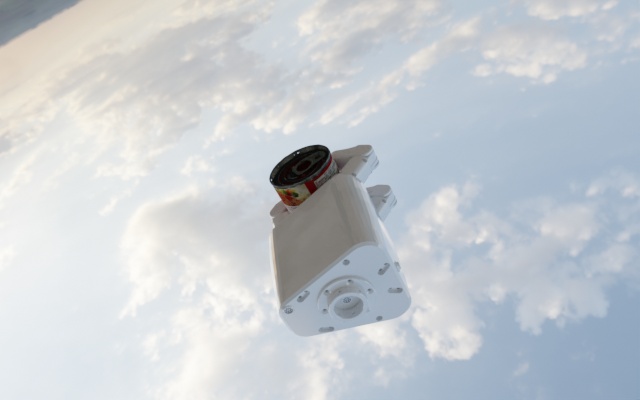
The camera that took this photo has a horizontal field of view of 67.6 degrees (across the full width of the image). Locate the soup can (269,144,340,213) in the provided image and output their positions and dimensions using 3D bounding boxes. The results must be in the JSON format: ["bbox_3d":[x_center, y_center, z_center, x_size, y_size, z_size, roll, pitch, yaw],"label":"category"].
[{"bbox_3d":[0.000,0.002,0.504,0.068,0.102,0.068,-21,32,14],"label":"soup can"}]
